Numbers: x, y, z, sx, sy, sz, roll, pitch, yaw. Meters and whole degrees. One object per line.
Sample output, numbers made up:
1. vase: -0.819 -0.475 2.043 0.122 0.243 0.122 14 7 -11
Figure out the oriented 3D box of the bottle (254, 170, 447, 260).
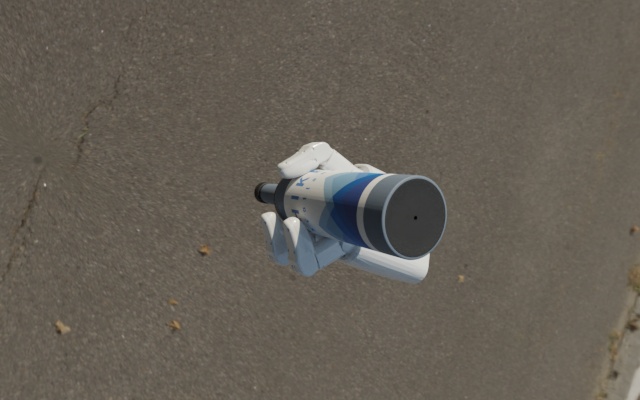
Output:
1. bottle: 0.000 0.002 0.496 0.069 0.069 0.295 0 5 -30
